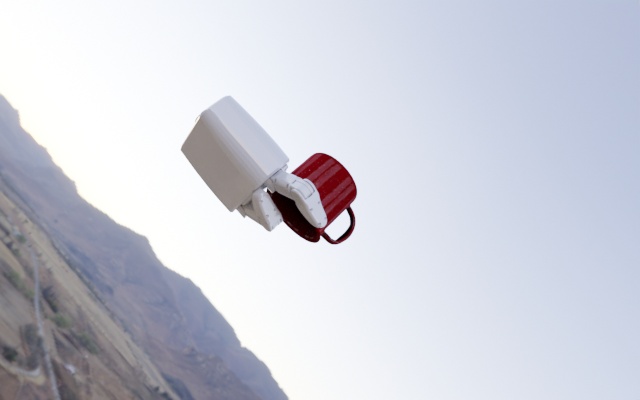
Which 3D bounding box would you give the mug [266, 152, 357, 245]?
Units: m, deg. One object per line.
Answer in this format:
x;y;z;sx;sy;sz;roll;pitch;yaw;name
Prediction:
0.001;0.003;0.606;0.081;0.117;0.093;-43;5;-23;mug
